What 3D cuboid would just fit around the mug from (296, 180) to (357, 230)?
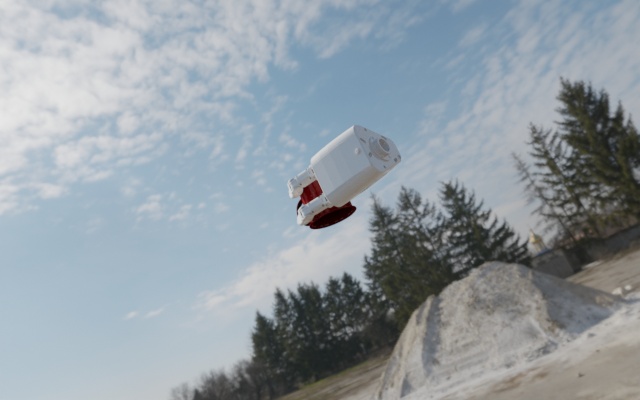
[{"bbox_3d":[-0.001,0.003,0.888,0.117,0.081,0.093,-35,-21,34],"label":"mug"}]
